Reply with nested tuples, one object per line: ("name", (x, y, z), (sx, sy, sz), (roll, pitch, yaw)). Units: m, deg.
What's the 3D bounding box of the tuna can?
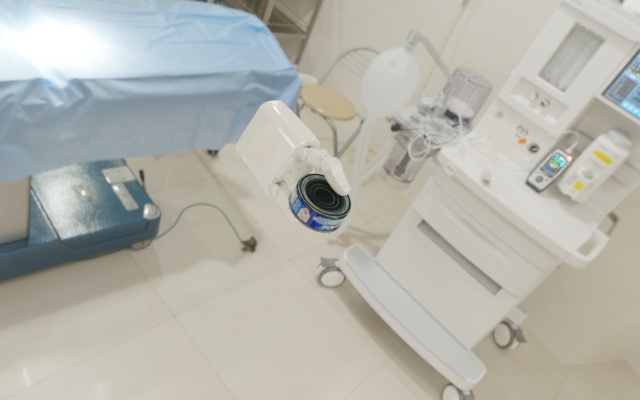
("tuna can", (0.000, 0.002, 0.677), (0.086, 0.086, 0.034), (0, -41, -34))
